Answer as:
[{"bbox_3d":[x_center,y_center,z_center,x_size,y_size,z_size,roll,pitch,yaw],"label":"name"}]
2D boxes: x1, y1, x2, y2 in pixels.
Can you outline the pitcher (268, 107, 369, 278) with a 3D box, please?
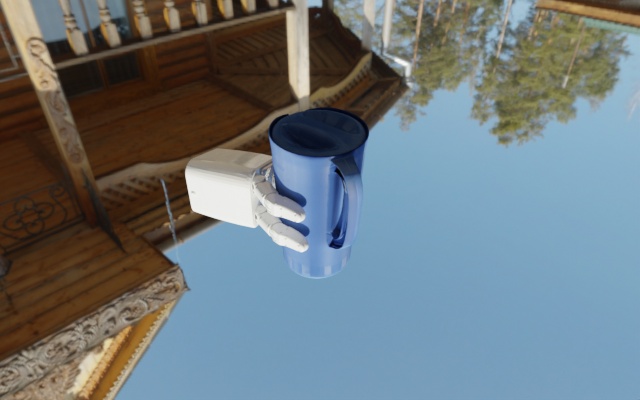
[{"bbox_3d":[0.000,0.002,0.692,0.145,0.243,0.149,11,39,13],"label":"pitcher"}]
